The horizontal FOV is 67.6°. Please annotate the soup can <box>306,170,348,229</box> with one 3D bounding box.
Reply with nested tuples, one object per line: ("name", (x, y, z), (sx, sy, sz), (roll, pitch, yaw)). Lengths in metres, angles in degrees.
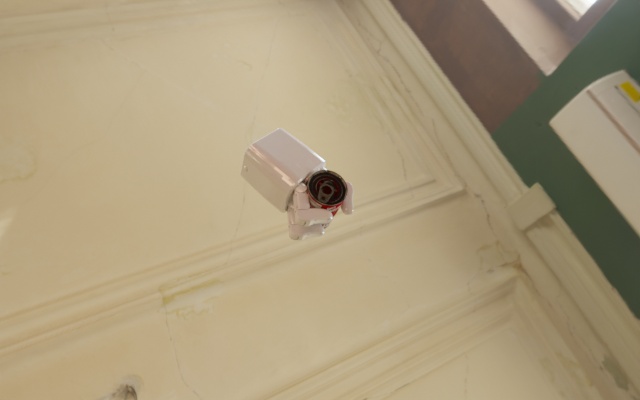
("soup can", (0.001, 0.003, 0.825), (0.068, 0.068, 0.102), (0, -29, -16))
